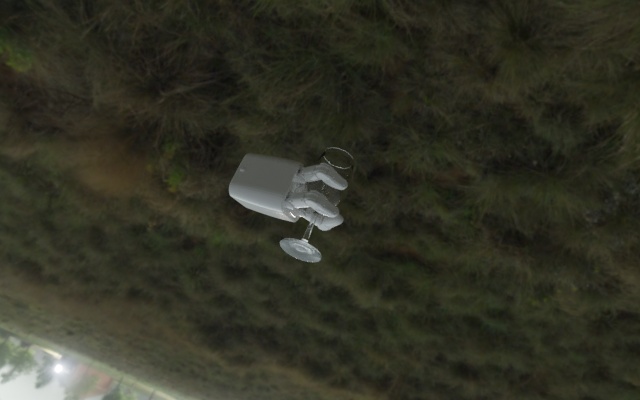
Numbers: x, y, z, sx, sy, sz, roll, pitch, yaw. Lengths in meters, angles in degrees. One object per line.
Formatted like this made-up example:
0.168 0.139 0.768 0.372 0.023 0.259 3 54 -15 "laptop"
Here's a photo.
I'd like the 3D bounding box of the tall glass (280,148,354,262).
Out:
0.000 0.003 0.837 0.079 0.201 0.079 17 -29 10 "tall glass"
